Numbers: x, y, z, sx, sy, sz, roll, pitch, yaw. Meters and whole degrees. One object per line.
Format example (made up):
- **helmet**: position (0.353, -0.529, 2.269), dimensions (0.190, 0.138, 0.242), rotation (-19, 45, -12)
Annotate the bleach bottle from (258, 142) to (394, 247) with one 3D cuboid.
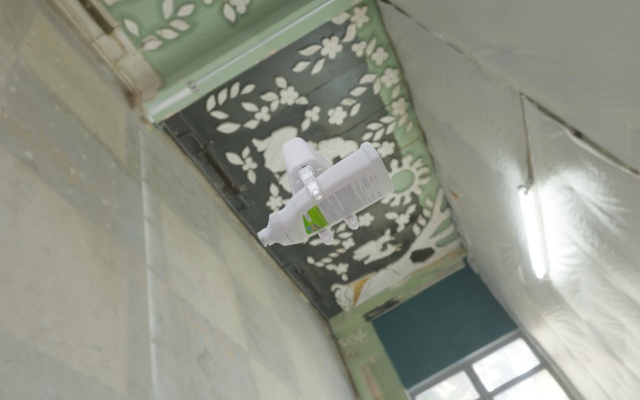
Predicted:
- **bleach bottle**: position (0.000, 0.003, 0.843), dimensions (0.251, 0.103, 0.068), rotation (-30, 37, 2)
